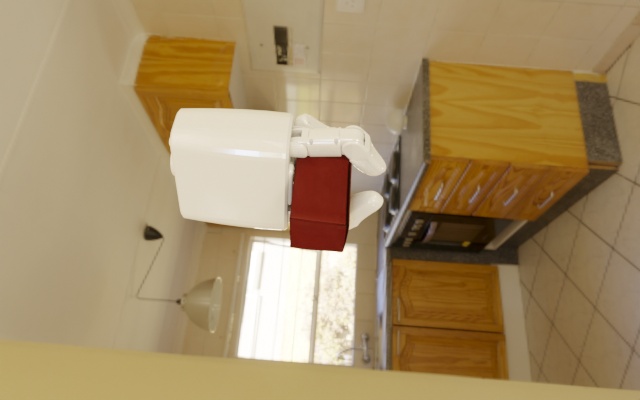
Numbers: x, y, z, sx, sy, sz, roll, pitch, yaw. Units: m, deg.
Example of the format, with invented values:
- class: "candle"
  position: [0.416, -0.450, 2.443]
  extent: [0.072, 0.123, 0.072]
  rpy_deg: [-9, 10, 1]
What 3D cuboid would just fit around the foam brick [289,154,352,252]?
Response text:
- class: "foam brick"
  position: [0.000, 0.002, 0.440]
  extent: [0.051, 0.078, 0.053]
  rpy_deg: [5, -34, -1]
